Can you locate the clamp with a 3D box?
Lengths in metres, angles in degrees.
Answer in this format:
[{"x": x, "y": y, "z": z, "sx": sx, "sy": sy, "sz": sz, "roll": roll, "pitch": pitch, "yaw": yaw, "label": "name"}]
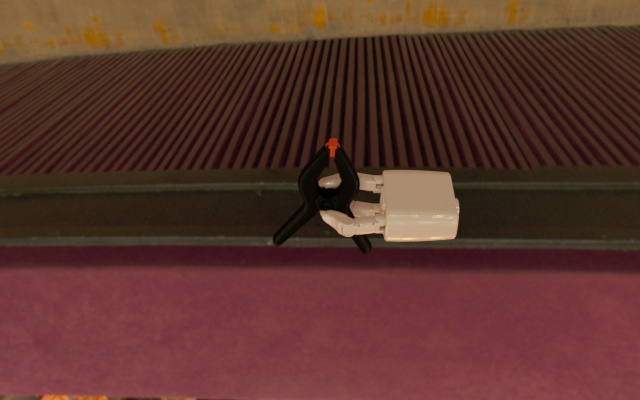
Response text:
[{"x": 0.000, "y": 0.002, "z": 0.751, "sx": 0.164, "sy": 0.210, "sz": 0.036, "roll": -1, "pitch": 33, "yaw": 2, "label": "clamp"}]
